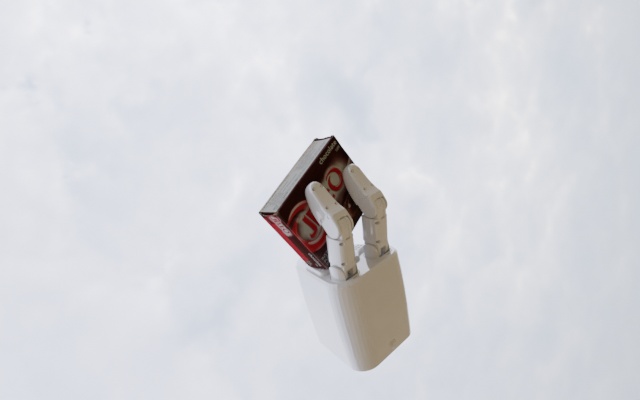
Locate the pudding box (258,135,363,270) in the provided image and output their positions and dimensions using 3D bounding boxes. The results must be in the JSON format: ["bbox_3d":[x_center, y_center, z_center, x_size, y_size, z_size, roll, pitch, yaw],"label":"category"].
[{"bbox_3d":[0.000,0.002,0.507,0.039,0.113,0.090,-1,-42,47],"label":"pudding box"}]
